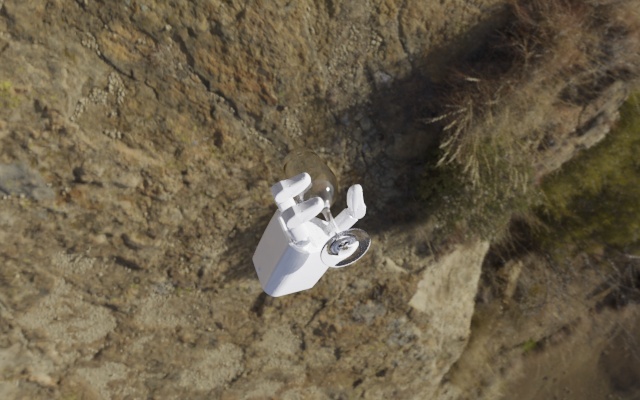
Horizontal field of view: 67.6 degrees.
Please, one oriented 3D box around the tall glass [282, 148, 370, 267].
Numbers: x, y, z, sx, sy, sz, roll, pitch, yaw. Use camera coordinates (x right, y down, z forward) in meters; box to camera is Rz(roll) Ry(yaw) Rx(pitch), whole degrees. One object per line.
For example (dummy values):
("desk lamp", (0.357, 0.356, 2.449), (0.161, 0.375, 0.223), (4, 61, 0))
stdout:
("tall glass", (0.000, 0.003, 0.720), (0.079, 0.079, 0.201), (0, 41, -27))
